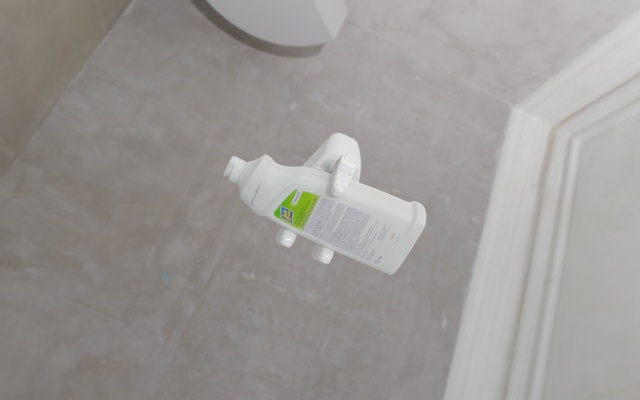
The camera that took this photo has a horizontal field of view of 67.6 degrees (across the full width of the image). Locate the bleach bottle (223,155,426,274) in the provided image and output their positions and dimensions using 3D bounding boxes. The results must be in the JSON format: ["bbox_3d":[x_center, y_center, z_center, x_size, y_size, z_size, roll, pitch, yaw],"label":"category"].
[{"bbox_3d":[0.000,0.002,0.612,0.251,0.103,0.068,25,24,-6],"label":"bleach bottle"}]
